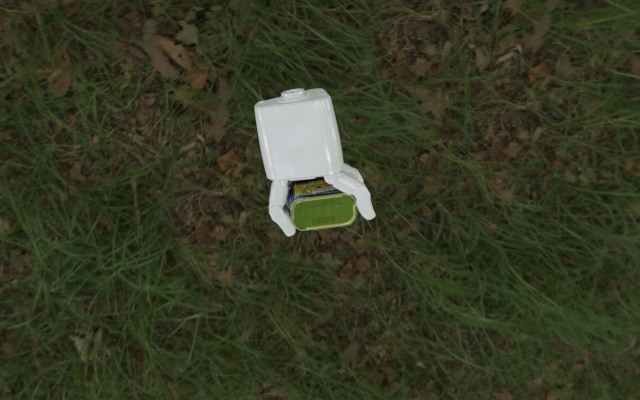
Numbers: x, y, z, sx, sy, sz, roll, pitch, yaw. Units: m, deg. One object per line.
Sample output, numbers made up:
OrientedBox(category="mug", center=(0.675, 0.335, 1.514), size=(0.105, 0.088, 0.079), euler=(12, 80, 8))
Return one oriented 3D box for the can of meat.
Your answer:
OrientedBox(category="can of meat", center=(0.000, 0.003, 0.727), size=(0.102, 0.057, 0.084), euler=(-8, 22, -5))
